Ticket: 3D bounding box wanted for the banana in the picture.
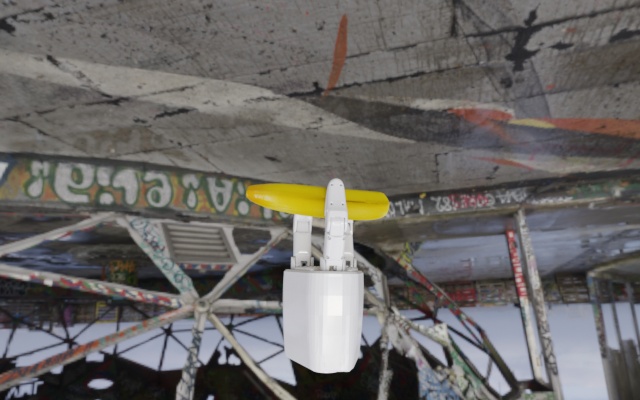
[{"bbox_3d":[0.013,0.003,0.569,0.198,0.037,0.069,4,0,-32],"label":"banana"}]
